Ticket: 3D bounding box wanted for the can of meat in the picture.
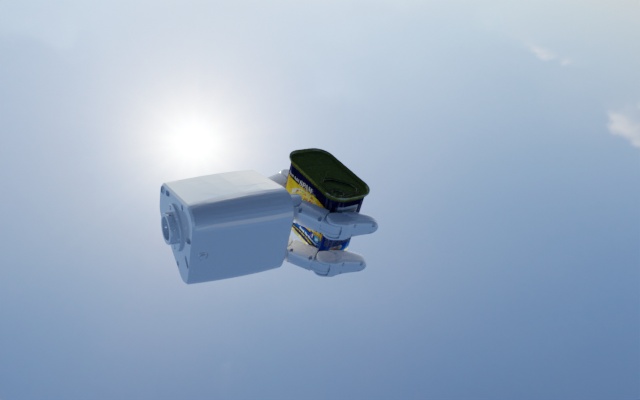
[{"bbox_3d":[0.000,0.002,0.546,0.057,0.084,0.102,-12,41,-36],"label":"can of meat"}]
